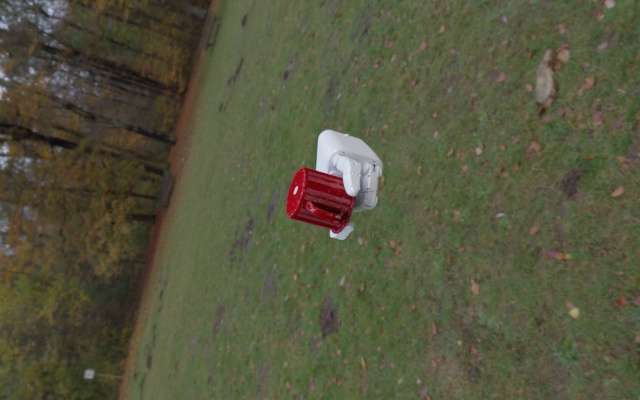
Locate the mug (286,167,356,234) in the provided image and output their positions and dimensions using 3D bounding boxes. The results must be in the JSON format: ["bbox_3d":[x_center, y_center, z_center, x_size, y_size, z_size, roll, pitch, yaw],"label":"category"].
[{"bbox_3d":[0.000,0.003,0.720,0.081,0.093,0.117,15,21,-18],"label":"mug"}]
